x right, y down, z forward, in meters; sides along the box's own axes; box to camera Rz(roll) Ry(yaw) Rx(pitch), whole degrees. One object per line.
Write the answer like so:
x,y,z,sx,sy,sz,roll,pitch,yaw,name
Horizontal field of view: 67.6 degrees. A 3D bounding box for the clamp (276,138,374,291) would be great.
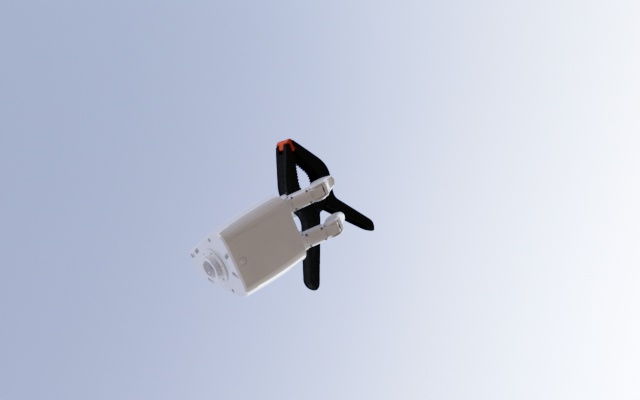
-0.001,0.002,0.703,0.036,0.210,0.164,-9,18,47,clamp
